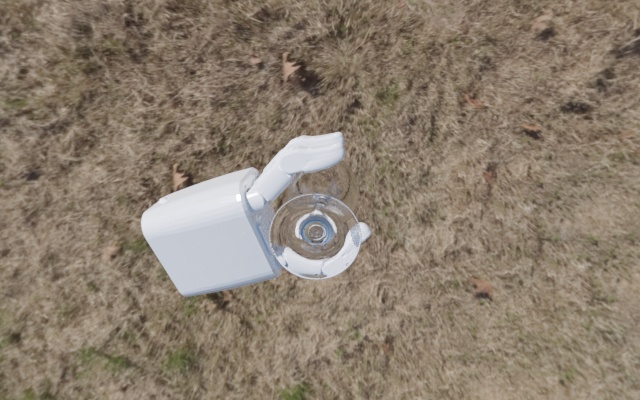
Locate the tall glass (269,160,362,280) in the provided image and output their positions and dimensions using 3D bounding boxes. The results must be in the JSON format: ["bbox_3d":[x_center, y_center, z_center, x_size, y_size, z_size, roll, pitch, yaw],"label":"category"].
[{"bbox_3d":[0.000,0.002,0.474,0.079,0.079,0.201,0,17,3],"label":"tall glass"}]
